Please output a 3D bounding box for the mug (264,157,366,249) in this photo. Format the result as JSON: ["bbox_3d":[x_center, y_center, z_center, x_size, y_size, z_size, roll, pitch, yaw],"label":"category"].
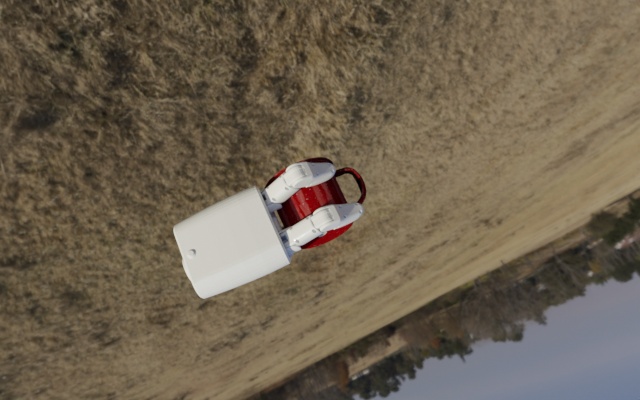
[{"bbox_3d":[0.002,0.002,0.581,0.117,0.081,0.093,-24,-19,-4],"label":"mug"}]
